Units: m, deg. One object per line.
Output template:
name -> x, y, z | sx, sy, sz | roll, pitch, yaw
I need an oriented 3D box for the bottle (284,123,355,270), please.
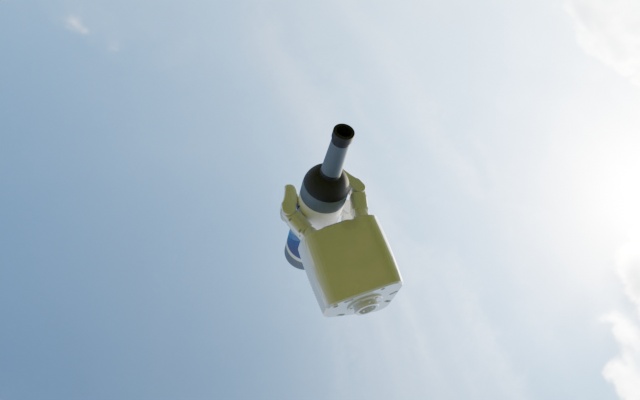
bottle -> 0.000, 0.002, 0.694 | 0.069, 0.069, 0.296 | 0, -36, -14
